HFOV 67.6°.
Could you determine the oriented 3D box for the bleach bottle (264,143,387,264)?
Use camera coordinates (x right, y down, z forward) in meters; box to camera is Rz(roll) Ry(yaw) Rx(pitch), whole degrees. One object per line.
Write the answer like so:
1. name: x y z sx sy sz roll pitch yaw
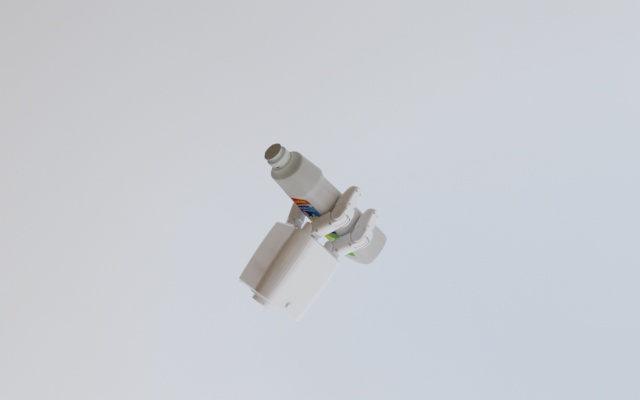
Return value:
1. bleach bottle: 0.000 0.002 0.711 0.102 0.068 0.251 23 -17 49
